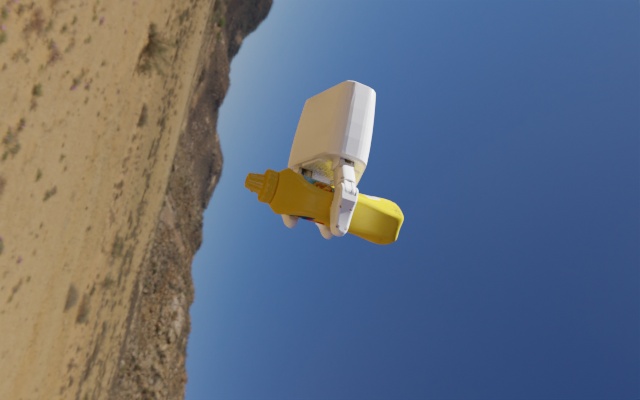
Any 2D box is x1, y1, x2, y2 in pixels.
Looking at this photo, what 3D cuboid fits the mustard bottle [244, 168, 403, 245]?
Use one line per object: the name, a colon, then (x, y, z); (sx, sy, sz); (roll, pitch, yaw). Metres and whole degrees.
mustard bottle: (0.000, 0.002, 0.592); (0.191, 0.058, 0.096); (18, 5, -18)
